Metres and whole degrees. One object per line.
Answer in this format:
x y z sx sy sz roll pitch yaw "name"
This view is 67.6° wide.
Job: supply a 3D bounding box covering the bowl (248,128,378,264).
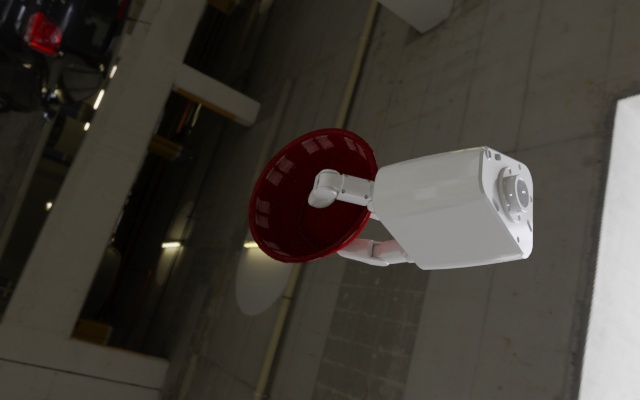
-0.001 0.002 0.531 0.162 0.162 0.055 0 -26 33 "bowl"
